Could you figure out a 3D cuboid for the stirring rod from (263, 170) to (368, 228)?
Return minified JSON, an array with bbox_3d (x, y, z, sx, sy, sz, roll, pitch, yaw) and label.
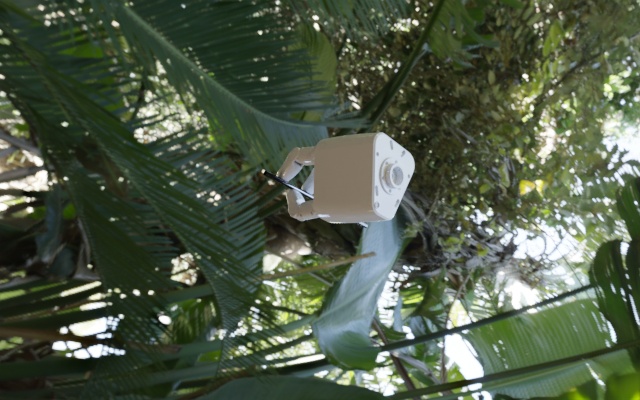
[{"bbox_3d":[0.000,0.003,0.774,0.011,0.011,0.239,0,-21,46],"label":"stirring rod"}]
